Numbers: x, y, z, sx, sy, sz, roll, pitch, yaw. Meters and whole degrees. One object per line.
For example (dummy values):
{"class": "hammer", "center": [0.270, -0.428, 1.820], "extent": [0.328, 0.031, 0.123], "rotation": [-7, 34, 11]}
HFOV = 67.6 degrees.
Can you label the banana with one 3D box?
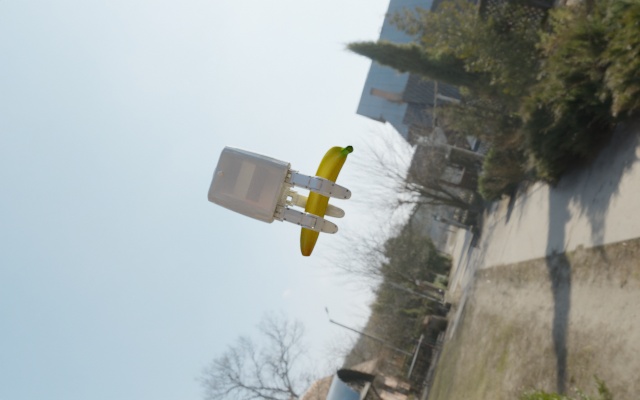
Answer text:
{"class": "banana", "center": [0.001, -0.008, 0.757], "extent": [0.037, 0.198, 0.069], "rotation": [17, 21, -8]}
